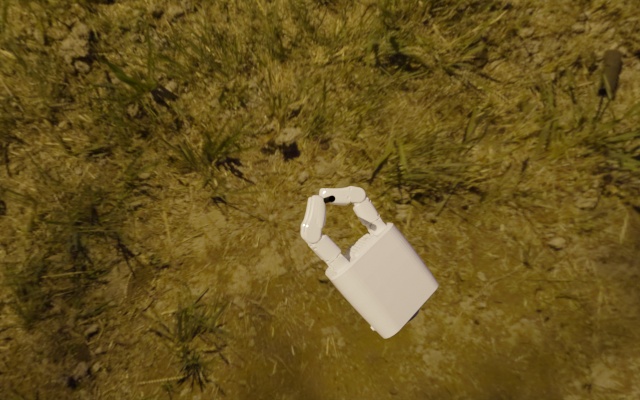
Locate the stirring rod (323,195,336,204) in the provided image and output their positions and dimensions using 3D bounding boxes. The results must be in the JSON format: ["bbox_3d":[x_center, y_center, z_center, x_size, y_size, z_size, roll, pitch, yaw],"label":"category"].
[{"bbox_3d":[0.000,0.002,0.660,0.011,0.011,0.239,0,-2,-6],"label":"stirring rod"}]
